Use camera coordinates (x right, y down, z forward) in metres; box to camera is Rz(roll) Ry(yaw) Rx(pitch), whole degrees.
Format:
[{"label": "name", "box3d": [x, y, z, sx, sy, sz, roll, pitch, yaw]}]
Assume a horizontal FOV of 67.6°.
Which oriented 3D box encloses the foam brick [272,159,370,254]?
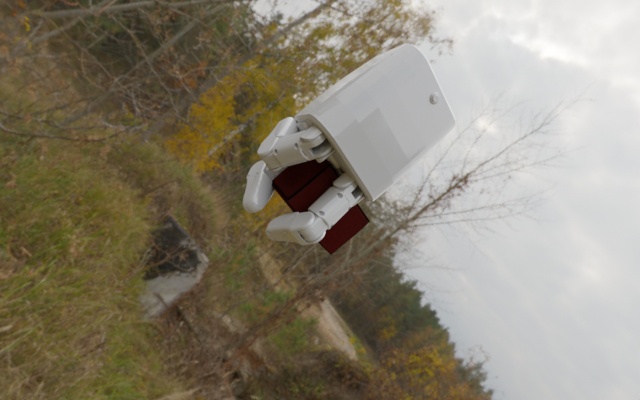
[{"label": "foam brick", "box3d": [0.000, 0.002, 0.453, 0.051, 0.078, 0.053, -40, 32, -5]}]
